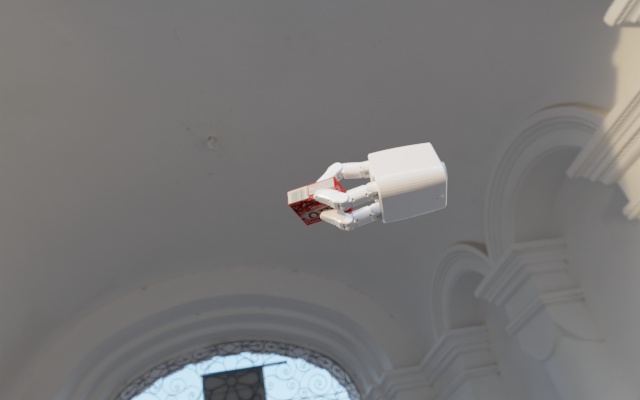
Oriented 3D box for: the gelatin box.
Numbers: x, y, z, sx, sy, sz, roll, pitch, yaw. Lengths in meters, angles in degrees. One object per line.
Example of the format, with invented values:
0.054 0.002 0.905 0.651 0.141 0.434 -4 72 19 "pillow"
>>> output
0.000 0.002 0.799 0.089 0.030 0.073 -18 -38 17 "gelatin box"
